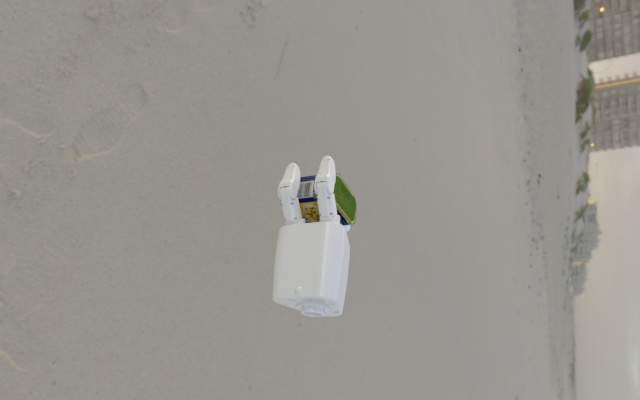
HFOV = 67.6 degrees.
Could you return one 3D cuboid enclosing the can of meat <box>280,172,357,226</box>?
[{"bbox_3d":[0.000,0.002,0.727,0.084,0.057,0.102,-6,-31,25],"label":"can of meat"}]
